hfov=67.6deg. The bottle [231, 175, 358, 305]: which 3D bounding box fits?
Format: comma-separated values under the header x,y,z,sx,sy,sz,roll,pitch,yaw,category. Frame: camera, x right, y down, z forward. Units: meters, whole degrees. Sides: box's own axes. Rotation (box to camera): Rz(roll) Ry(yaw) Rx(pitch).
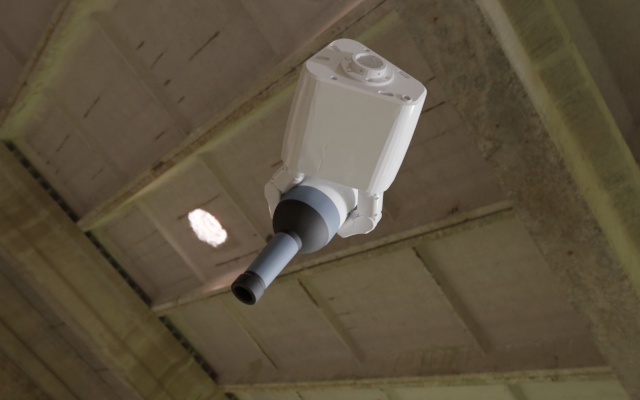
x,y,z,sx,sy,sz,roll,pitch,yaw,category
0.000,0.002,0.523,0.069,0.069,0.295,0,33,34,bottle
